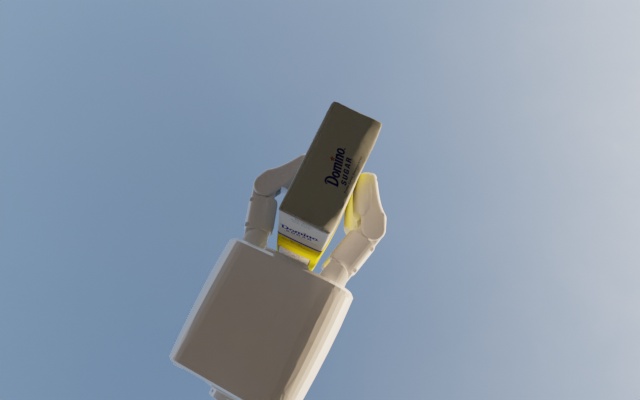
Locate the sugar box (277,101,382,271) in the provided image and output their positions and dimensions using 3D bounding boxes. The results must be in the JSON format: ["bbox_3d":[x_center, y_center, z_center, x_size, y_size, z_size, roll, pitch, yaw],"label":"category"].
[{"bbox_3d":[0.000,0.002,0.406,0.048,0.093,0.176,26,-17,0],"label":"sugar box"}]
